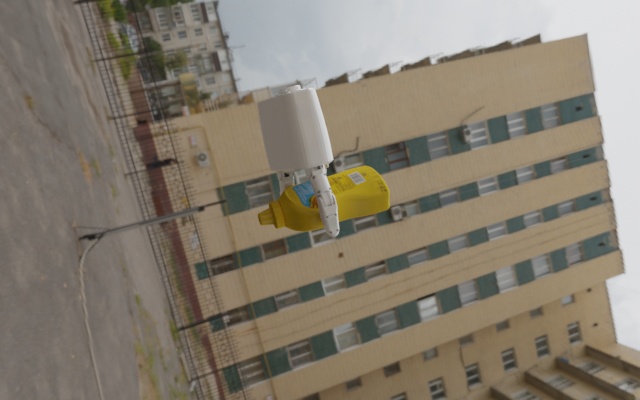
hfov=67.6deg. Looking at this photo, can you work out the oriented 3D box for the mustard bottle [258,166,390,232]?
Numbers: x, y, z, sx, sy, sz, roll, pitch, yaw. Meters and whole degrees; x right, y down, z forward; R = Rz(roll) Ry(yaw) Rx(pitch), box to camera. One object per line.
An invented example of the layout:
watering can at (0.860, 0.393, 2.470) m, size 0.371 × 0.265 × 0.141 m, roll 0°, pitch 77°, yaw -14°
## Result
mustard bottle at (0.000, 0.003, 0.717) m, size 0.191 × 0.058 × 0.096 m, roll -15°, pitch 35°, yaw -15°
